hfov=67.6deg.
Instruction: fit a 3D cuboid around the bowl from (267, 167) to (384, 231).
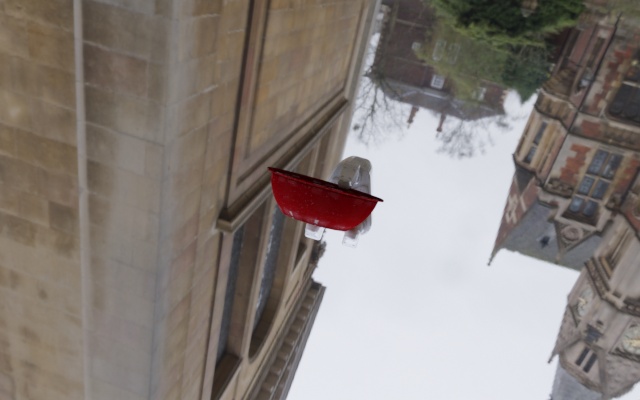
[{"bbox_3d":[-0.001,0.002,0.638,0.162,0.055,0.162,16,4,-1],"label":"bowl"}]
